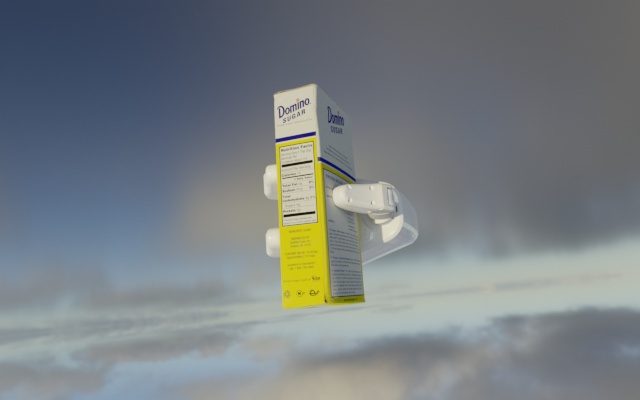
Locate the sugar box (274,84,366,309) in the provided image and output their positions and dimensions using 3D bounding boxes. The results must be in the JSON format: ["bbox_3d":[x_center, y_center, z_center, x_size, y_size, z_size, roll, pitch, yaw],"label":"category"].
[{"bbox_3d":[0.000,0.002,0.411,0.048,0.176,0.093,-10,-14,21],"label":"sugar box"}]
